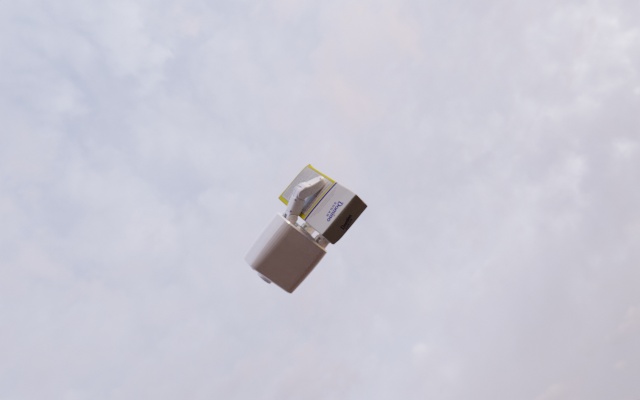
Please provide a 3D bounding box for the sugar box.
[{"bbox_3d":[0.000,0.003,0.874,0.048,0.093,0.176,43,-3,-39],"label":"sugar box"}]
